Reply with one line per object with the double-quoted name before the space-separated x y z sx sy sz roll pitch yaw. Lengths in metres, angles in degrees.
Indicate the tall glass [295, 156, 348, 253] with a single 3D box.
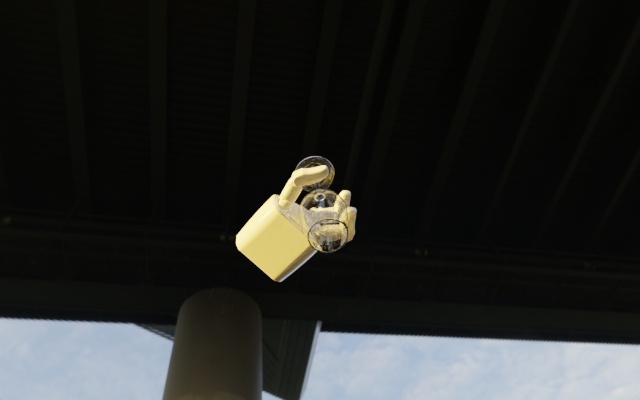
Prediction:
"tall glass" 0.000 0.002 0.792 0.079 0.079 0.201 0 30 -8
